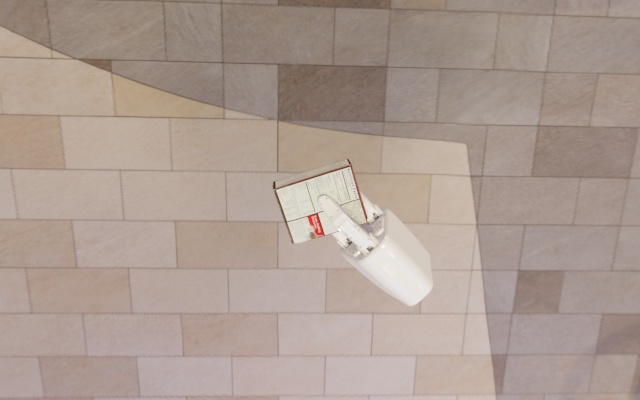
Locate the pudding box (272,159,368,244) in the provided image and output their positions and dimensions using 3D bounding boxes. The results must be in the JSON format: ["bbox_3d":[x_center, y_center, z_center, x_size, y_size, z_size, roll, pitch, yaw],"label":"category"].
[{"bbox_3d":[0.000,0.002,0.662,0.113,0.090,0.039,-18,19,-1],"label":"pudding box"}]
